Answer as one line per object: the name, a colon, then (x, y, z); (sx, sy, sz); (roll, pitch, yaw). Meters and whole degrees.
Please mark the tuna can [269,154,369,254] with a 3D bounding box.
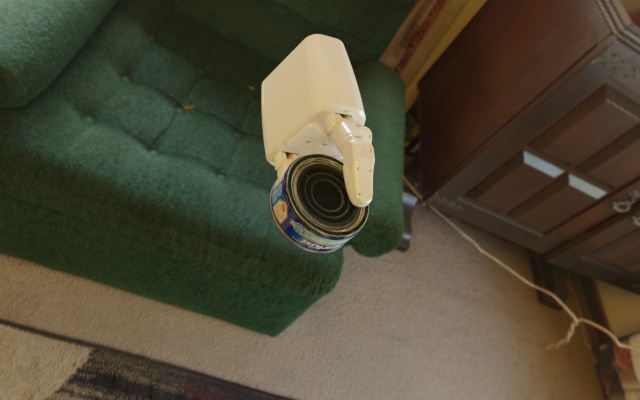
tuna can: (0.000, 0.001, 0.426); (0.086, 0.086, 0.034); (0, -27, -32)
